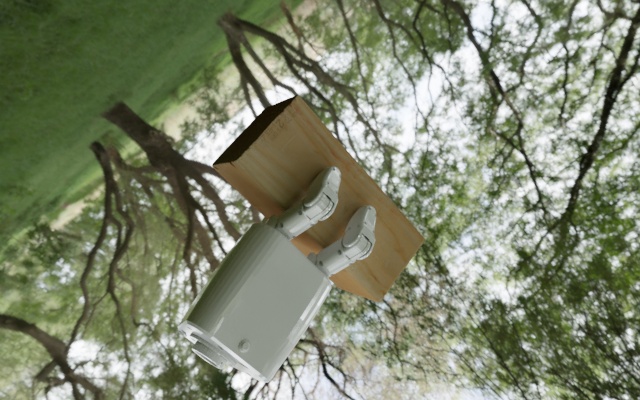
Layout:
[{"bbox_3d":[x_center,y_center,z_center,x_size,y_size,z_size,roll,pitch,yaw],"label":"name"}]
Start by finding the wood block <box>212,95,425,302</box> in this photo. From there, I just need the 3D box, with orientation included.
[{"bbox_3d":[0.000,0.002,0.501,0.206,0.090,0.091,46,-19,-21],"label":"wood block"}]
